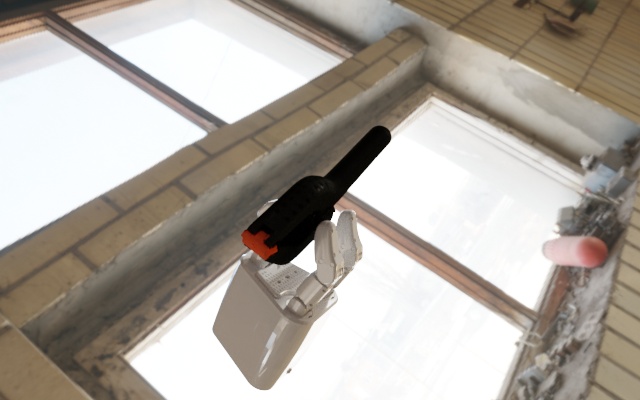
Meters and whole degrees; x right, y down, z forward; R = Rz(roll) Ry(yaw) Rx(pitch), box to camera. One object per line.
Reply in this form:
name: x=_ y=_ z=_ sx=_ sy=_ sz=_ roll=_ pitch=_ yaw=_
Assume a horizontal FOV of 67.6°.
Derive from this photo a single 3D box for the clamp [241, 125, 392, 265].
clamp: x=-0.001 y=0.001 z=0.475 sx=0.036 sy=0.165 sz=0.210 roll=34 pitch=23 yaw=17
